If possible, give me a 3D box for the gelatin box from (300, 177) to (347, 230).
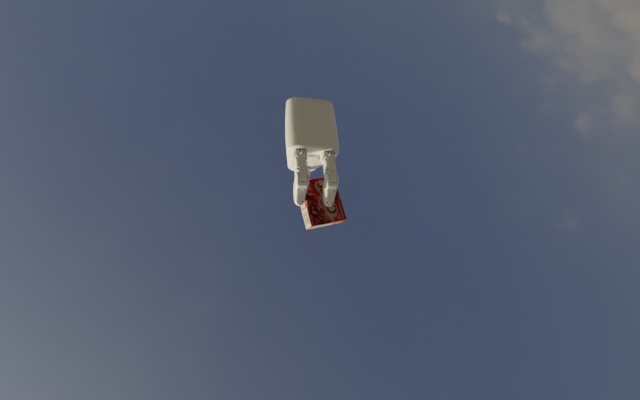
[{"bbox_3d":[0.000,0.003,0.880,0.073,0.089,0.030,-10,-13,-26],"label":"gelatin box"}]
